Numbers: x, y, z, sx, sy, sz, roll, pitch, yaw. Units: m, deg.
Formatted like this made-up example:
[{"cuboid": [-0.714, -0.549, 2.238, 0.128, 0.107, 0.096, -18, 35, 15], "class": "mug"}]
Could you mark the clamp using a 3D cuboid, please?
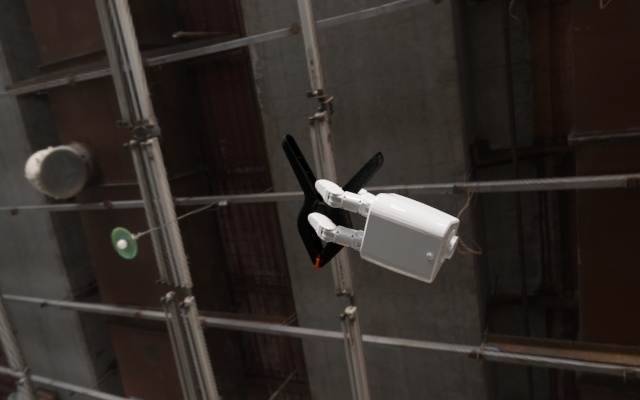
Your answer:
[{"cuboid": [0.001, 0.003, 0.737, 0.164, 0.210, 0.036, 22, 25, 24], "class": "clamp"}]
